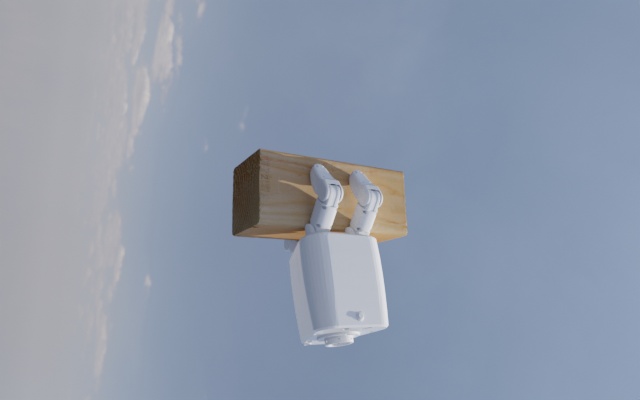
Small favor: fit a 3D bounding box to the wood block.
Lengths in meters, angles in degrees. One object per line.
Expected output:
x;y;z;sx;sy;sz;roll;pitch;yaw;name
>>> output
0.000;0.002;0.612;0.206;0.090;0.091;7;-16;-29;wood block
